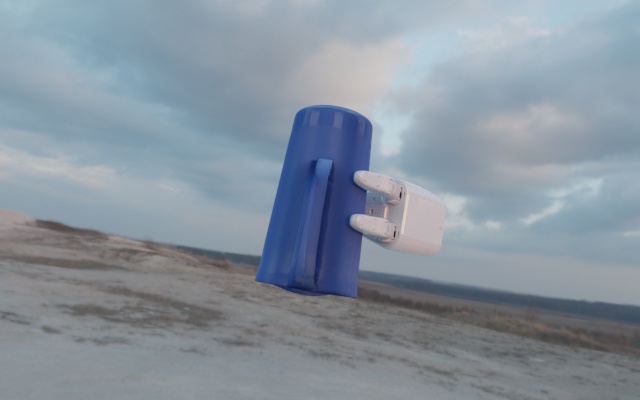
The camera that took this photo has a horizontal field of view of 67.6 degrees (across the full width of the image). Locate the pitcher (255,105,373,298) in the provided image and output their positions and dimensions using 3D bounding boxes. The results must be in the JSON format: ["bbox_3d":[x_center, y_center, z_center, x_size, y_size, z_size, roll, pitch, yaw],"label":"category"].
[{"bbox_3d":[0.000,0.002,0.624,0.145,0.243,0.149,17,-11,-40],"label":"pitcher"}]
